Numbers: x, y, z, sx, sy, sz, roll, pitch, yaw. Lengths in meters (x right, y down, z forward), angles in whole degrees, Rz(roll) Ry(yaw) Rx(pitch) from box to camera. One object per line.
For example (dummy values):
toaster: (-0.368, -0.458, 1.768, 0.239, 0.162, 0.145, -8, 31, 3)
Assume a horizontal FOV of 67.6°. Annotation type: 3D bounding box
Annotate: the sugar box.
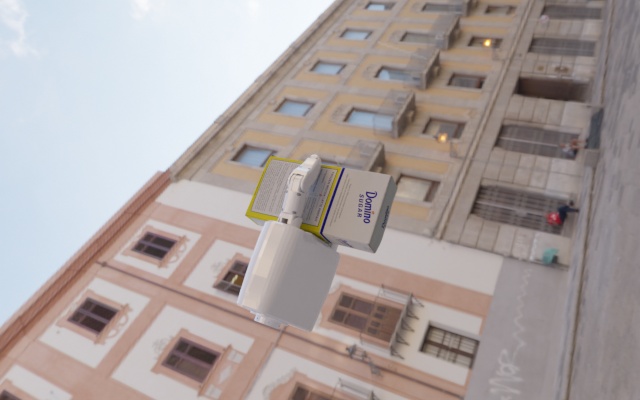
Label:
sugar box: (0.000, 0.002, 0.609, 0.176, 0.093, 0.048, 13, -17, 24)
